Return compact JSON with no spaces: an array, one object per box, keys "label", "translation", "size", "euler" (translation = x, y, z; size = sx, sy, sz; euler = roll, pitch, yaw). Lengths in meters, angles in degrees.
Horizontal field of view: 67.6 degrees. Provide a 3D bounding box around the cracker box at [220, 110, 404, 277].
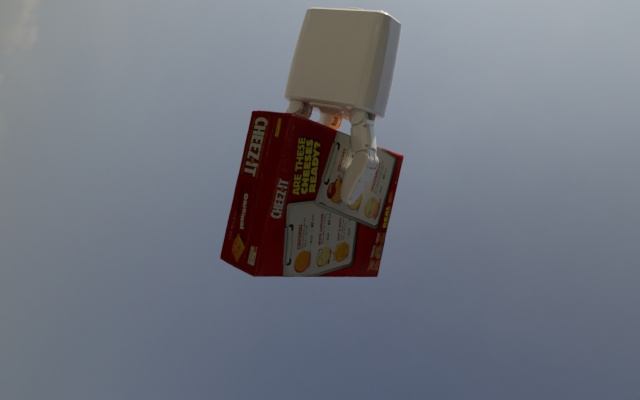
[{"label":"cracker box","translation":[0.000,0.002,0.556],"size":[0.072,0.164,0.214],"euler":[14,2,41]}]
